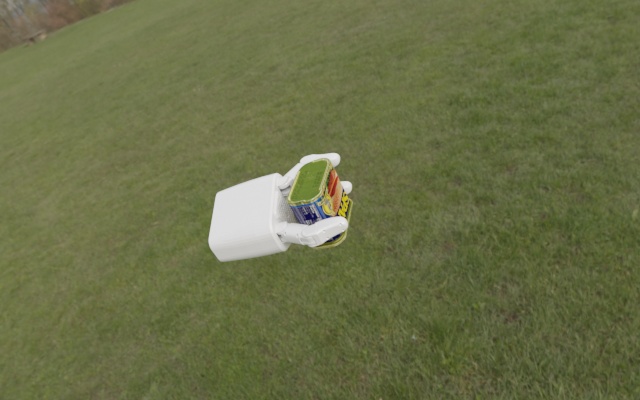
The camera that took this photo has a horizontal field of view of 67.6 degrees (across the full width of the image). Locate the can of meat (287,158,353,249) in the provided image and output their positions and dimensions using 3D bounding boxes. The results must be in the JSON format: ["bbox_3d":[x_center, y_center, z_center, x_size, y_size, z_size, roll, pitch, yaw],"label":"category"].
[{"bbox_3d":[0.000,0.002,0.670,0.057,0.084,0.102,-12,36,23],"label":"can of meat"}]
